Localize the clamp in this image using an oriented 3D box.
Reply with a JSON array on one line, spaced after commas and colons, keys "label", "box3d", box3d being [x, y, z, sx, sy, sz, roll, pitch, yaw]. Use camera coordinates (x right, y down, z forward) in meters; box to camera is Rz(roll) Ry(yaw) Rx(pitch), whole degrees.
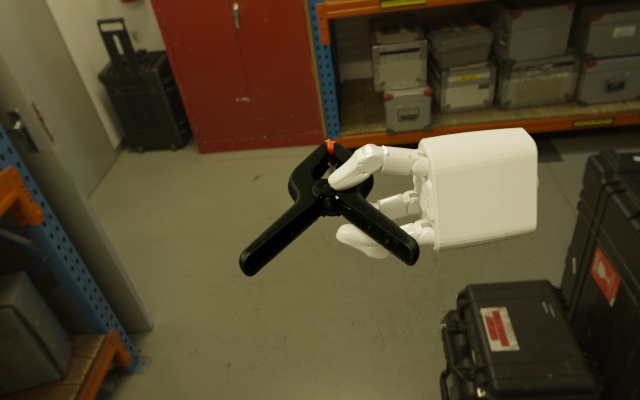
[{"label": "clamp", "box3d": [0.000, 0.001, 0.502, 0.164, 0.036, 0.209, -8, 37, 0]}]
